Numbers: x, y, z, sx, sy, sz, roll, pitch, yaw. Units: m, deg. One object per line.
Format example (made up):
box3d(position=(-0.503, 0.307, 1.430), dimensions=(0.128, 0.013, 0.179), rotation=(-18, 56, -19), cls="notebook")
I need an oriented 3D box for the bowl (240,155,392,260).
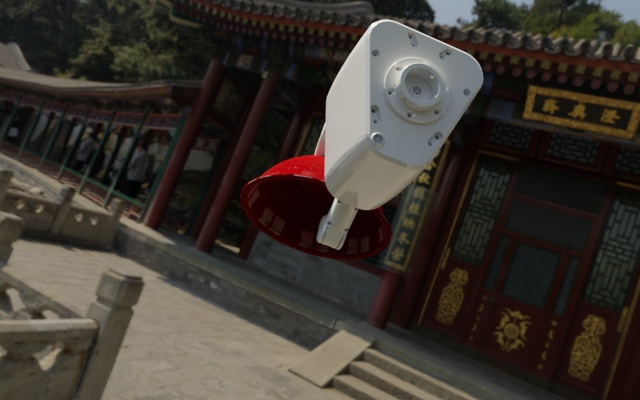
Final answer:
box3d(position=(0.000, 0.002, 0.509), dimensions=(0.162, 0.055, 0.162), rotation=(13, -31, 8), cls="bowl")
